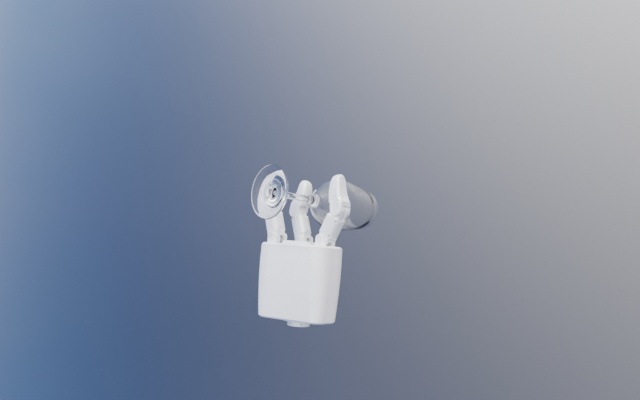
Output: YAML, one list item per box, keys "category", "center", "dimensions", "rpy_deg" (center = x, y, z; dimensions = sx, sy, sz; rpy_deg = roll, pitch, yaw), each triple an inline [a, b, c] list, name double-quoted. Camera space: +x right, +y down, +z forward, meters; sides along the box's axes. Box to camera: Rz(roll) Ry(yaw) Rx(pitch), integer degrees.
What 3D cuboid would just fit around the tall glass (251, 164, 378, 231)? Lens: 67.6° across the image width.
- category: "tall glass"
  center: [0.000, 0.002, 0.701]
  dimensions: [0.079, 0.079, 0.201]
  rpy_deg: [0, -8, 44]
